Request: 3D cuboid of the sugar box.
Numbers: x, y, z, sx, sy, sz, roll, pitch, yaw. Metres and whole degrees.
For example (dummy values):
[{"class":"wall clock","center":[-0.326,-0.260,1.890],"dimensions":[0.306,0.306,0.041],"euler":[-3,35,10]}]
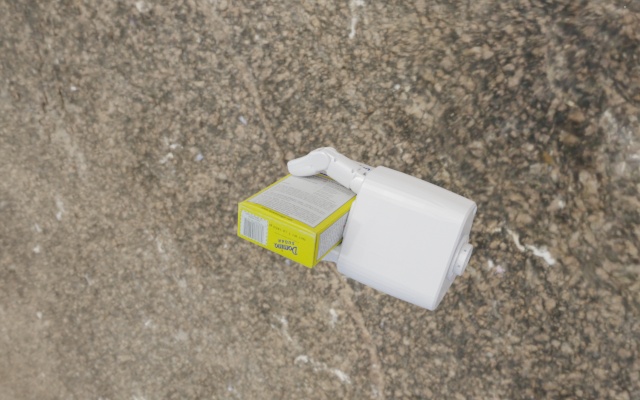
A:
[{"class":"sugar box","center":[0.000,0.002,0.523],"dimensions":[0.093,0.048,0.176],"euler":[21,29,24]}]
